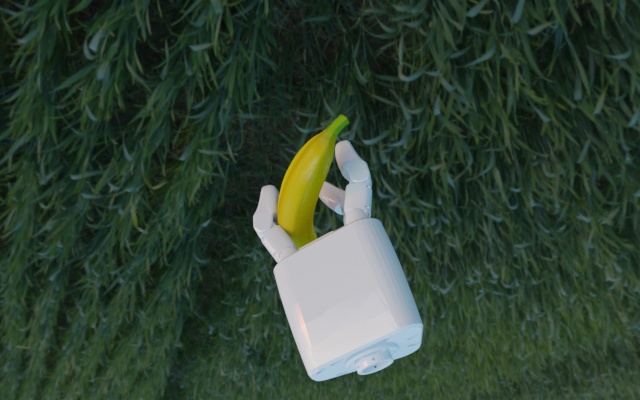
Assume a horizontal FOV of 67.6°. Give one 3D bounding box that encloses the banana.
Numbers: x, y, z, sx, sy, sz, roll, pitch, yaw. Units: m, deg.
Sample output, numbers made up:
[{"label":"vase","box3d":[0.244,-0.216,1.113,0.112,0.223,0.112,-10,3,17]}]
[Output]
[{"label":"banana","box3d":[-0.014,0.005,0.488,0.069,0.037,0.198,-22,-32,-31]}]
